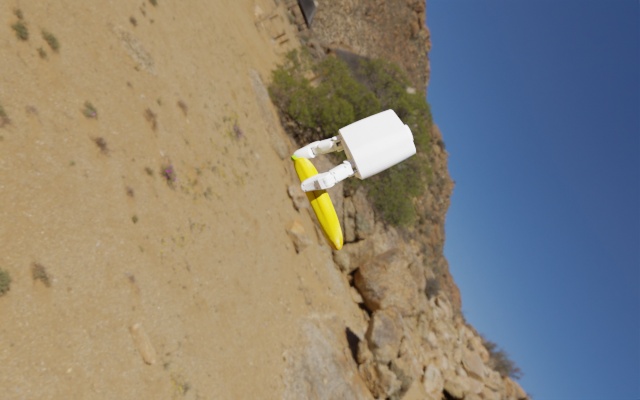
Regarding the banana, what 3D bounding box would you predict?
[{"bbox_3d":[-0.002,-0.001,0.867,0.037,0.198,0.069,-24,-4,1],"label":"banana"}]
